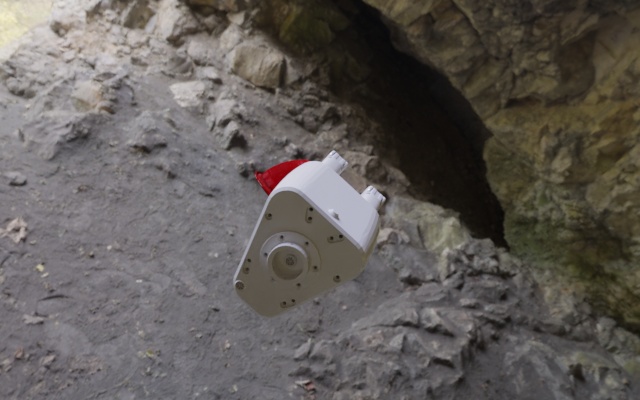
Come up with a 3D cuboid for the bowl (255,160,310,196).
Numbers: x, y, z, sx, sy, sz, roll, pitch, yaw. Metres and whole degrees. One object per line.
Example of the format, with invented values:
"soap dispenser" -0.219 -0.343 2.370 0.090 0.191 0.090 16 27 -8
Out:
"bowl" 0.000 0.001 0.569 0.162 0.055 0.162 42 5 -4
